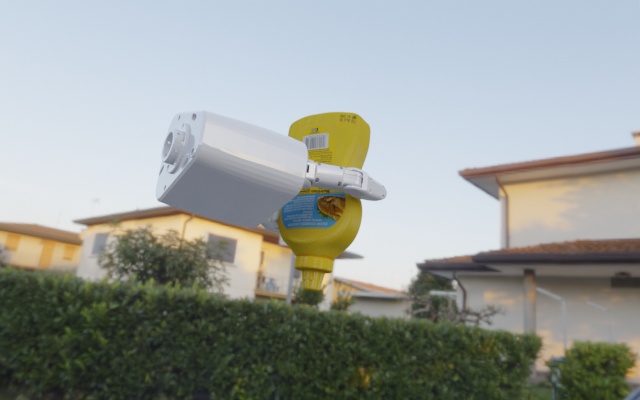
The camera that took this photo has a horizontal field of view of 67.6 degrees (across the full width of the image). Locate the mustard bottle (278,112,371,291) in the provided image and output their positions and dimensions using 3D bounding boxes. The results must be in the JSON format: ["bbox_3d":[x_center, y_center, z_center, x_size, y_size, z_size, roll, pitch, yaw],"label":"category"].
[{"bbox_3d":[0.000,0.002,0.523,0.096,0.191,0.058,-3,-18,30],"label":"mustard bottle"}]
